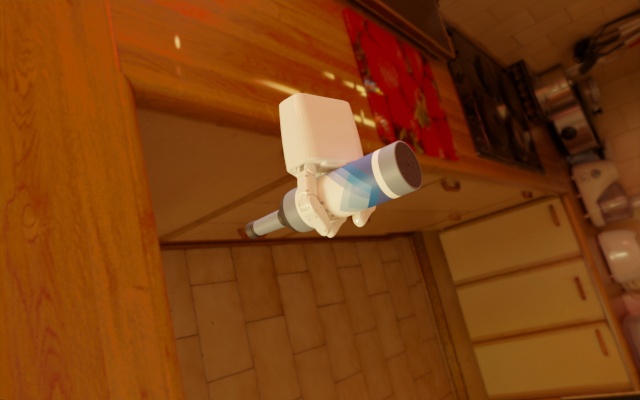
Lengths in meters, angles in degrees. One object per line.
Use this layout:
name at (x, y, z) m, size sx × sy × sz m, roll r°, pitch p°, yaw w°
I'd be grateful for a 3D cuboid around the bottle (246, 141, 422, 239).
bottle at (0.000, 0.002, 0.685) m, size 0.296 × 0.069 × 0.069 m, roll -23°, pitch -14°, yaw 35°
